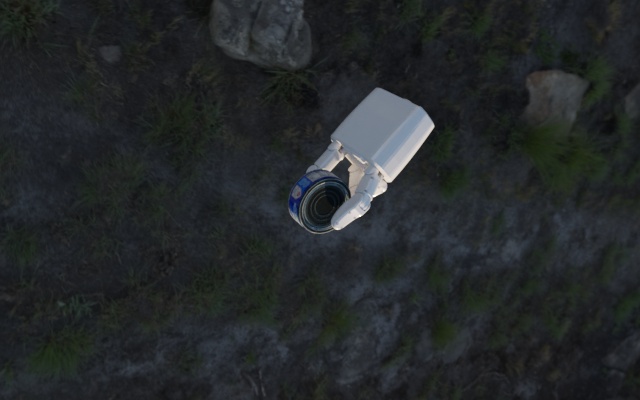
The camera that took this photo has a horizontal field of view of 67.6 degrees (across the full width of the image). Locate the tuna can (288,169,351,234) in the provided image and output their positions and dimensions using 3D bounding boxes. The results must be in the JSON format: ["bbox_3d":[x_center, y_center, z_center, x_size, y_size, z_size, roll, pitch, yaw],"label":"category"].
[{"bbox_3d":[0.000,0.002,0.663,0.086,0.086,0.033,0,23,-31],"label":"tuna can"}]
